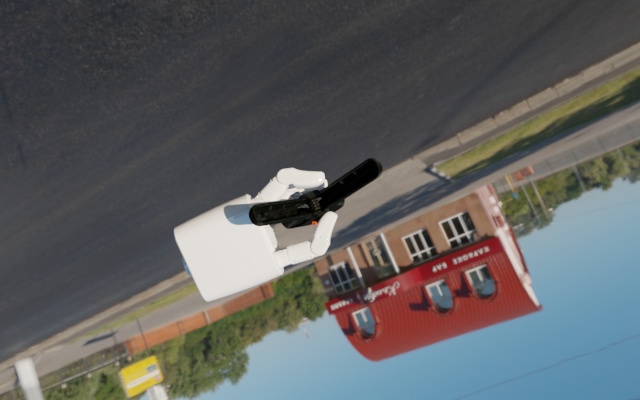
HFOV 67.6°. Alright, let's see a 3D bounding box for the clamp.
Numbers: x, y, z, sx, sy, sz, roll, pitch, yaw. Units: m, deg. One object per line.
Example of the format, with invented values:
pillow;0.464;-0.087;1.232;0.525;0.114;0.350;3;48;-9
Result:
clamp;0.000;0.003;0.634;0.164;0.036;0.210;-22;-9;0
